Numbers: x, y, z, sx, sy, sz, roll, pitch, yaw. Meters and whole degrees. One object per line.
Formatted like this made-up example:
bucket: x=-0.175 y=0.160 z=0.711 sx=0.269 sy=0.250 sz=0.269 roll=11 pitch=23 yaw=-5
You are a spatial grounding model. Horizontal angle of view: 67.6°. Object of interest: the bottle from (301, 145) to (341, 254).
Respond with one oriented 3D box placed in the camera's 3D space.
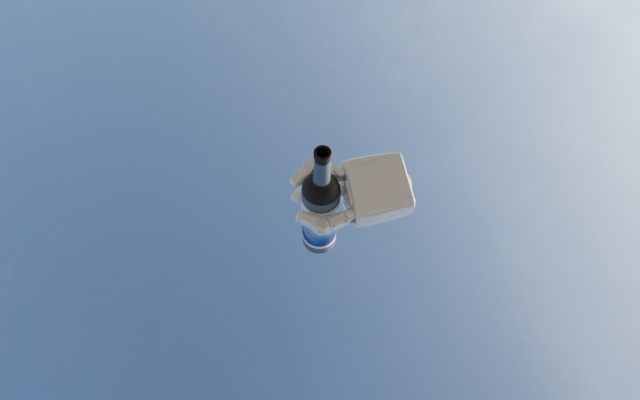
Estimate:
bottle: x=0.000 y=0.003 z=0.829 sx=0.069 sy=0.069 sz=0.296 roll=0 pitch=-30 yaw=-1
